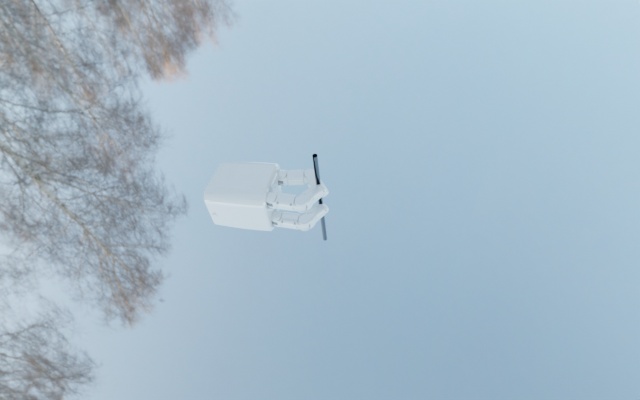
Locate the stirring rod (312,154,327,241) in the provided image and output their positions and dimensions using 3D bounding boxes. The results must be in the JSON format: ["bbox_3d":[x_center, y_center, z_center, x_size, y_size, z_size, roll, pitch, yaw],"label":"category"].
[{"bbox_3d":[0.000,0.003,0.827,0.011,0.011,0.240,0,-36,5],"label":"stirring rod"}]
